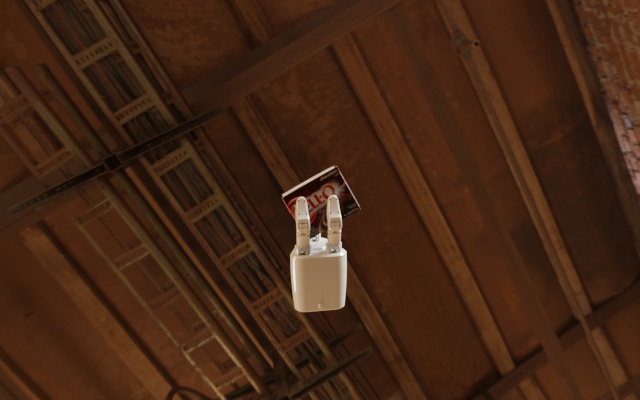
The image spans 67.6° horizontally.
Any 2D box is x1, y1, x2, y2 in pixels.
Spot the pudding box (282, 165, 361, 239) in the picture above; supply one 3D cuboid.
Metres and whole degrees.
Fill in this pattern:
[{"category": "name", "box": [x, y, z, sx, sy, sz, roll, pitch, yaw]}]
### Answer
[{"category": "pudding box", "box": [0.000, 0.003, 0.847, 0.113, 0.090, 0.039, -31, 14, -2]}]
